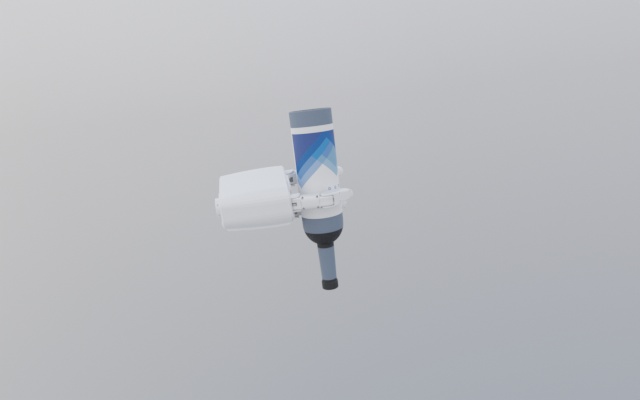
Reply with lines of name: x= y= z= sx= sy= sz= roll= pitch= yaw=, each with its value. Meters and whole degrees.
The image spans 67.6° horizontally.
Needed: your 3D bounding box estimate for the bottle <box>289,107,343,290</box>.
bottle: x=0.000 y=0.002 z=0.770 sx=0.069 sy=0.296 sz=0.069 roll=-6 pitch=12 yaw=1
